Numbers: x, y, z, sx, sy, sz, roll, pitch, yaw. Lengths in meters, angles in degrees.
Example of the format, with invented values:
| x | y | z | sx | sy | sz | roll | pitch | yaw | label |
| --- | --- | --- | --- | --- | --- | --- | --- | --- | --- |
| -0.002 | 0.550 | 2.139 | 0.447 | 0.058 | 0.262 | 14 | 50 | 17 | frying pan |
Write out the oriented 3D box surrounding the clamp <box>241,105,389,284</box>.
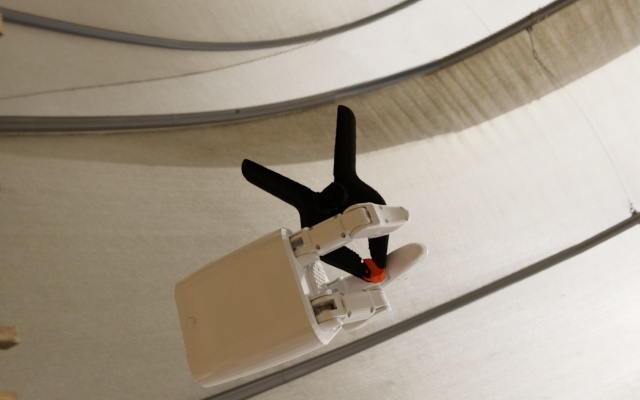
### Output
| x | y | z | sx | sy | sz | roll | pitch | yaw | label |
| --- | --- | --- | --- | --- | --- | --- | --- | --- | --- |
| 0.000 | 0.002 | 0.433 | 0.120 | 0.171 | 0.039 | -25 | -26 | 8 | clamp |
